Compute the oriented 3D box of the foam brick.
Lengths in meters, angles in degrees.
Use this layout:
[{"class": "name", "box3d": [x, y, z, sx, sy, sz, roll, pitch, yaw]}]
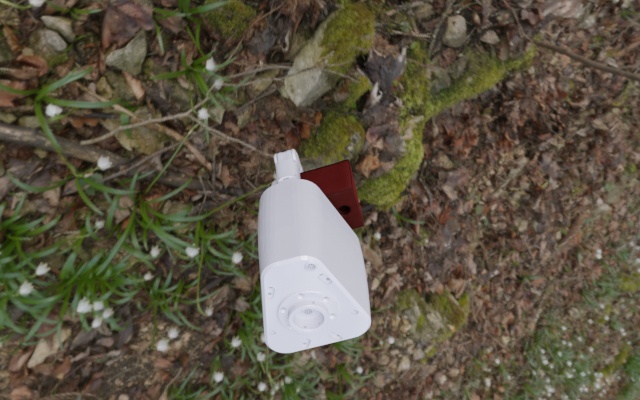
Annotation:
[{"class": "foam brick", "box3d": [0.000, 0.001, 0.485, 0.078, 0.053, 0.051, -15, 36, 6]}]
